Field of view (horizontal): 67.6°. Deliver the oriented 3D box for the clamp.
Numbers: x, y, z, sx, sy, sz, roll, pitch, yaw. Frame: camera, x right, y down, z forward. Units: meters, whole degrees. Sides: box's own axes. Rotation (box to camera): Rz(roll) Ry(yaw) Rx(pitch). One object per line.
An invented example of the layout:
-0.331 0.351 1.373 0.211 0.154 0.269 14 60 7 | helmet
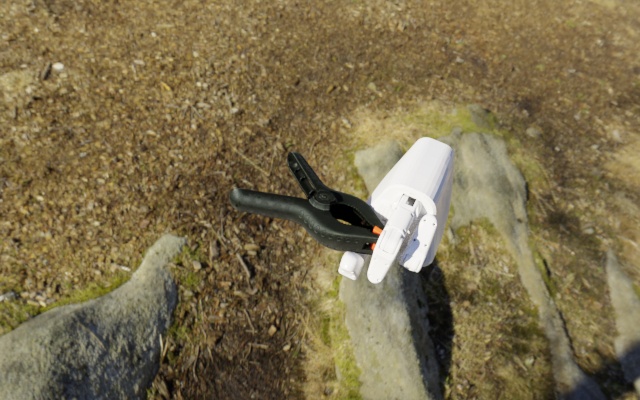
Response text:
0.000 0.001 0.529 0.171 0.039 0.120 25 46 10 | clamp
